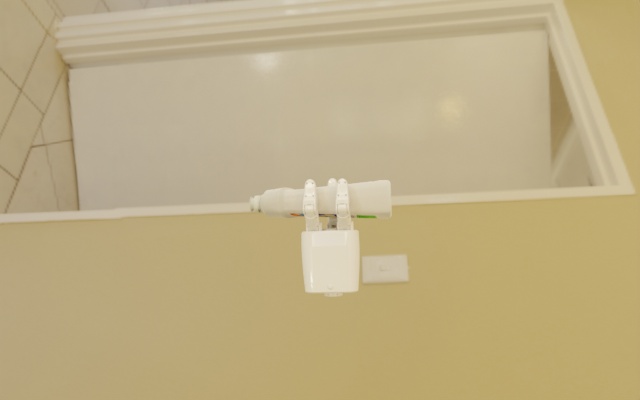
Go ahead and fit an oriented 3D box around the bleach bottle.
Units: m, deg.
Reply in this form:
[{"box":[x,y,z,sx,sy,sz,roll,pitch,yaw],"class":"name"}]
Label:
[{"box":[0.000,0.003,0.860,0.251,0.068,0.102,-2,-5,8],"class":"bleach bottle"}]
